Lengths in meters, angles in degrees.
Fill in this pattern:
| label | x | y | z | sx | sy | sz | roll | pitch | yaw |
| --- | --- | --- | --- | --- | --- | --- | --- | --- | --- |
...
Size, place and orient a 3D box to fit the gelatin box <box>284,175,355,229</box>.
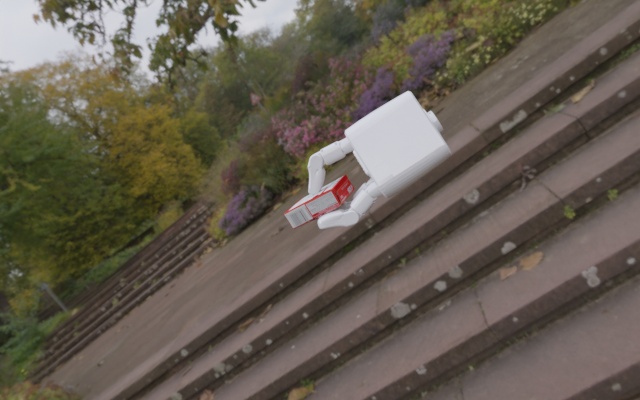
| label | x | y | z | sx | sy | sz | roll | pitch | yaw |
| --- | --- | --- | --- | --- | --- | --- | --- | --- | --- |
| gelatin box | 0.000 | 0.002 | 0.702 | 0.089 | 0.030 | 0.073 | -27 | 8 | 25 |
